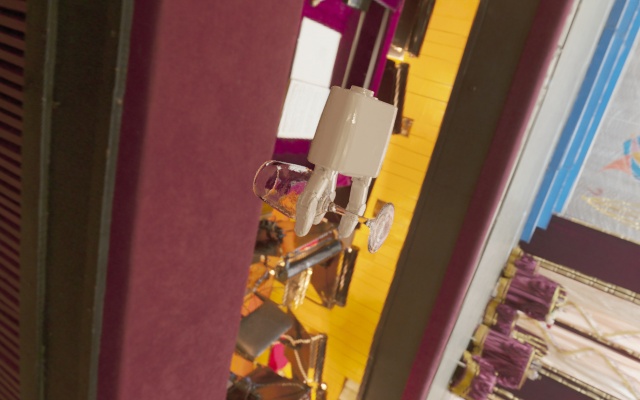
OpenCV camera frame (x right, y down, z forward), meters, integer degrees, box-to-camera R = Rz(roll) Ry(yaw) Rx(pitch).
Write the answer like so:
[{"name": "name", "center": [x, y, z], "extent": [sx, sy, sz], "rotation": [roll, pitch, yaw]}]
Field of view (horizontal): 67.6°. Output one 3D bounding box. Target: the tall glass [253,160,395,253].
[{"name": "tall glass", "center": [0.001, 0.003, 0.686], "extent": [0.201, 0.079, 0.079], "rotation": [22, 10, 25]}]
